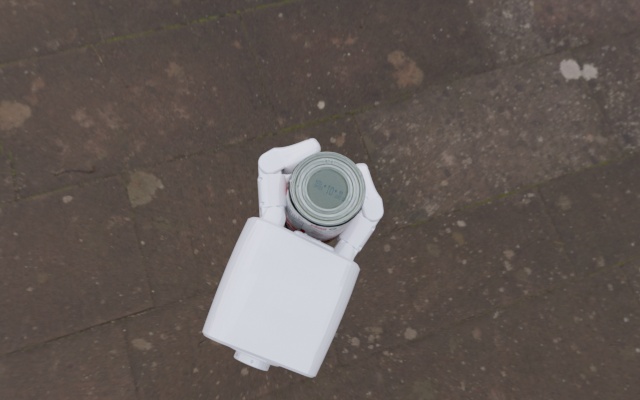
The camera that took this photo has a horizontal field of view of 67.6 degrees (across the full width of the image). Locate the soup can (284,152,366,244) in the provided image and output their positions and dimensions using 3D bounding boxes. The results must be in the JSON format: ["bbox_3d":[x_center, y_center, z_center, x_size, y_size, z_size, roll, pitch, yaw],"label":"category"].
[{"bbox_3d":[0.000,0.001,0.448,0.068,0.068,0.102,0,-14,-7],"label":"soup can"}]
